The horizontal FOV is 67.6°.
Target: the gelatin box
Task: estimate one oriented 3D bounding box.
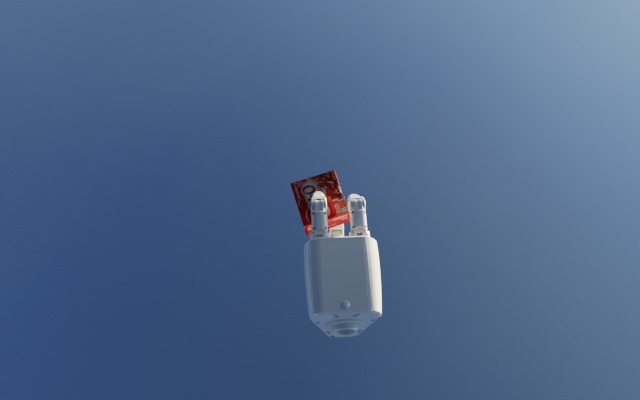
[{"bbox_3d":[0.000,0.002,0.734,0.073,0.089,0.030,-17,-36,-1],"label":"gelatin box"}]
